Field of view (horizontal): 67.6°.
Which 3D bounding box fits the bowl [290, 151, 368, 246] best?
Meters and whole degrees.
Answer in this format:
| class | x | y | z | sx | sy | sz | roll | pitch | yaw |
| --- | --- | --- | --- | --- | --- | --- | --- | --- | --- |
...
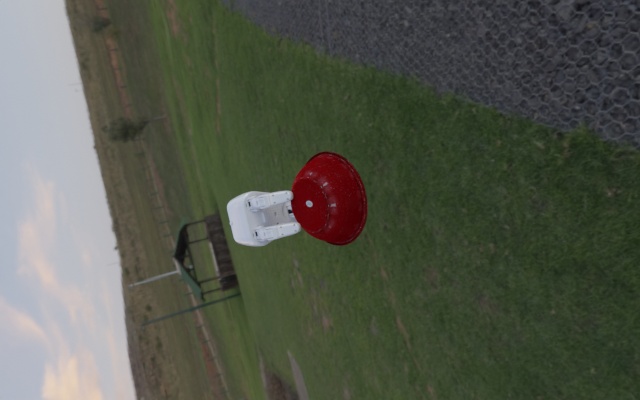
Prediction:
| class | x | y | z | sx | sy | sz | roll | pitch | yaw |
| --- | --- | --- | --- | --- | --- | --- | --- | --- | --- |
| bowl | 0.001 | 0.002 | 0.786 | 0.055 | 0.162 | 0.162 | -15 | 10 | -42 |
